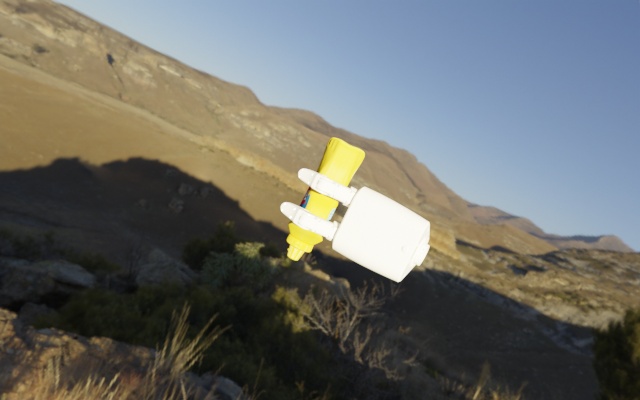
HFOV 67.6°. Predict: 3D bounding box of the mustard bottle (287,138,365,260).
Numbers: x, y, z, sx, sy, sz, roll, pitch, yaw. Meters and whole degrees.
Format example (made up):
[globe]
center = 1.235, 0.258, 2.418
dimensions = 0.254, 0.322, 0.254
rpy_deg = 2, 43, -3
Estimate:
[mustard bottle]
center = 0.000, 0.002, 0.718
dimensions = 0.058, 0.191, 0.096
rpy_deg = 26, 5, -5
